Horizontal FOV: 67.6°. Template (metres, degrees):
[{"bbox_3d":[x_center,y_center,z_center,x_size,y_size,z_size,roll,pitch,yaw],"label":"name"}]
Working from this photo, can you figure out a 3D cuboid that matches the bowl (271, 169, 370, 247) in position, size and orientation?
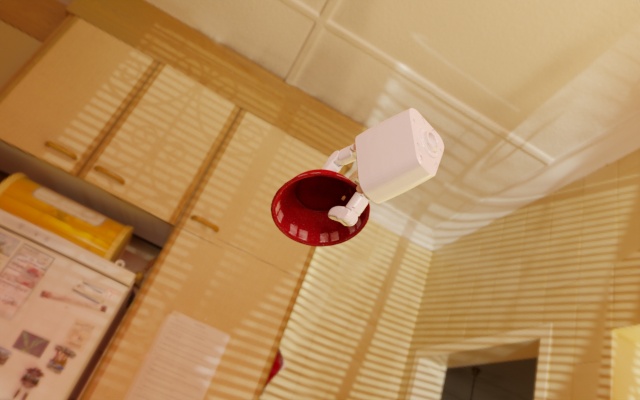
[{"bbox_3d":[-0.001,0.003,0.797,0.162,0.162,0.055,0,40,0],"label":"bowl"}]
